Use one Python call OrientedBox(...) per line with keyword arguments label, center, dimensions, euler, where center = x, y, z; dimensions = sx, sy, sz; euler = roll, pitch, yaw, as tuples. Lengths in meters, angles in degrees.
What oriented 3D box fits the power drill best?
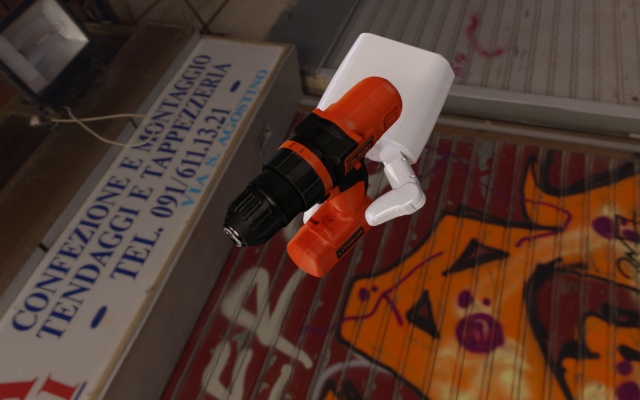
OrientedBox(label="power drill", center=(0.000, 0.001, 0.435), dimensions=(0.057, 0.184, 0.188), euler=(39, -21, 20))
